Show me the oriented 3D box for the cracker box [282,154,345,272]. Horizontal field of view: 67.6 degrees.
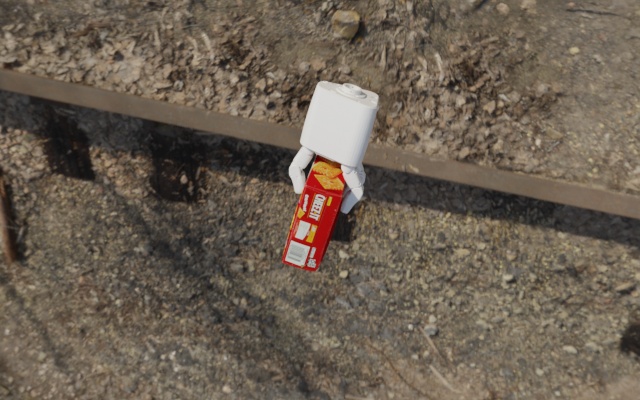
[{"bbox_3d":[0.000,0.003,0.882,0.072,0.164,0.213,18,29,0],"label":"cracker box"}]
